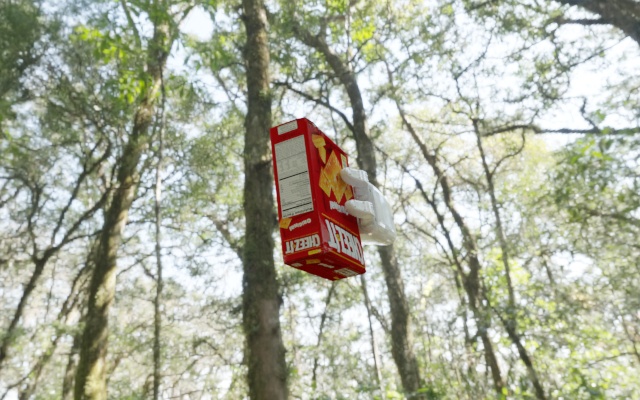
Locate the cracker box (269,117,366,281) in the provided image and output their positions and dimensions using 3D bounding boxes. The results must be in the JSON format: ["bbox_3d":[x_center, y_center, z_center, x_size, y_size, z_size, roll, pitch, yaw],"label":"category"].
[{"bbox_3d":[0.000,0.002,0.733,0.072,0.213,0.164,-17,-23,21],"label":"cracker box"}]
